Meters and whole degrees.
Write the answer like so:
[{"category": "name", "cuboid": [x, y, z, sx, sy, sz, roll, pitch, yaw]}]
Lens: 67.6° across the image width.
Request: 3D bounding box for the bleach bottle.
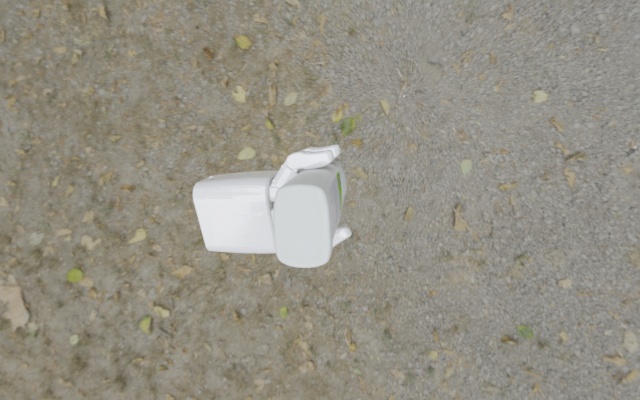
[{"category": "bleach bottle", "cuboid": [0.000, 0.002, 0.655, 0.068, 0.102, 0.250, 0, 12, 10]}]
